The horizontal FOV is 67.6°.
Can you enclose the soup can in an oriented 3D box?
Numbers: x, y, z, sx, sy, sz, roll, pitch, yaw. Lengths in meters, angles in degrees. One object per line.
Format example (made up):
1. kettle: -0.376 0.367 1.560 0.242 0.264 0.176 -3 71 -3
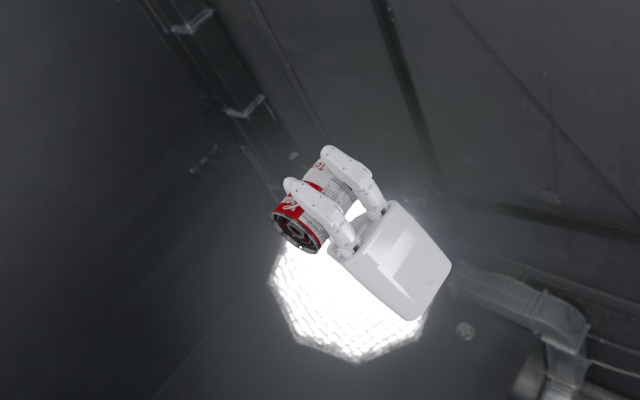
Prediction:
1. soup can: 0.000 0.001 0.542 0.068 0.102 0.068 33 -23 16
